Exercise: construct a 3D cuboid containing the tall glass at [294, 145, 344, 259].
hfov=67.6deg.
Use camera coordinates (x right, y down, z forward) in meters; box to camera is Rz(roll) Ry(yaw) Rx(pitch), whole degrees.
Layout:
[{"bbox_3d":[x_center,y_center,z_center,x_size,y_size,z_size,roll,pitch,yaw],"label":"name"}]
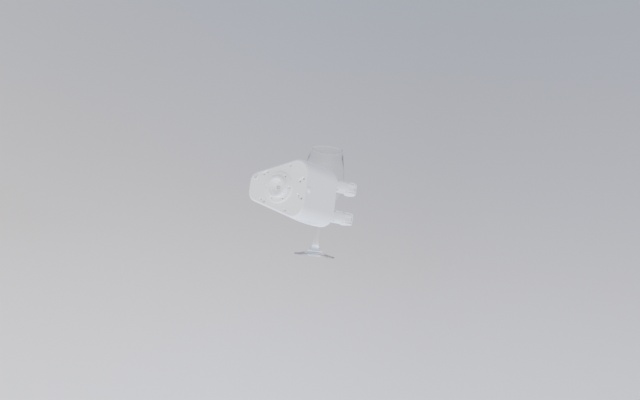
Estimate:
[{"bbox_3d":[0.000,0.004,0.881,0.079,0.201,0.079,7,-6,1],"label":"tall glass"}]
